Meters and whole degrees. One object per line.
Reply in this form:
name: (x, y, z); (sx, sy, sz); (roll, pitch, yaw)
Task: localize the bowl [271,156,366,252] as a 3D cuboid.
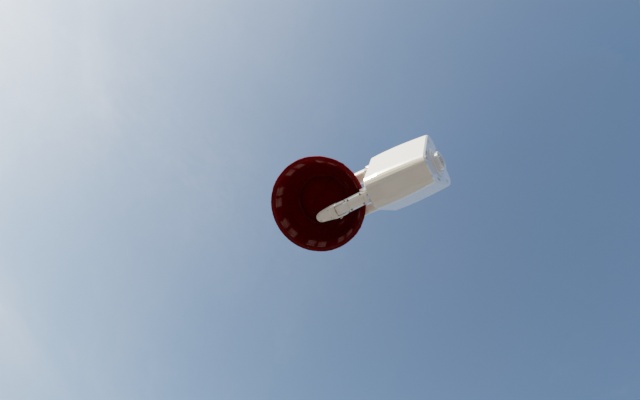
bowl: (-0.001, 0.003, 0.817); (0.162, 0.162, 0.055); (0, 10, 12)
